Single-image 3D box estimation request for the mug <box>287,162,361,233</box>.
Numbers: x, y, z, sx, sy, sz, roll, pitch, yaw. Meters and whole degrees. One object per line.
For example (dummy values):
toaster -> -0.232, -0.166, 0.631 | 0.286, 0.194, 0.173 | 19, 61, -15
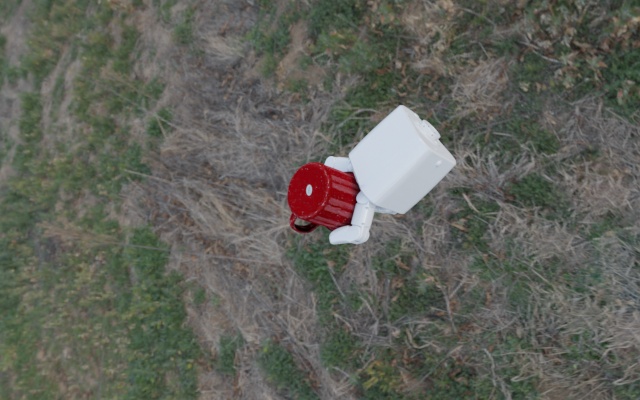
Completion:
mug -> -0.001, 0.003, 0.678 | 0.081, 0.093, 0.117 | 18, -56, -46
